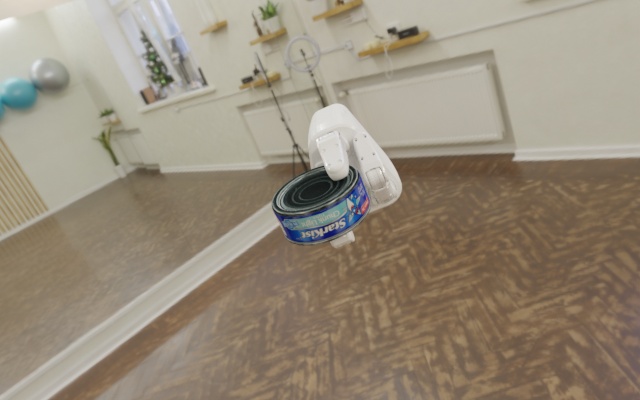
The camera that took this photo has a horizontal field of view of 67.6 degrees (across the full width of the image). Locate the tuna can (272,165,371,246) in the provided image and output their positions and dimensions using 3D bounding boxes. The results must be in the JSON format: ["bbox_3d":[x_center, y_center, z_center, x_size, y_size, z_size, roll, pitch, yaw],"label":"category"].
[{"bbox_3d":[0.000,0.001,0.433,0.086,0.034,0.086,-18,27,10],"label":"tuna can"}]
